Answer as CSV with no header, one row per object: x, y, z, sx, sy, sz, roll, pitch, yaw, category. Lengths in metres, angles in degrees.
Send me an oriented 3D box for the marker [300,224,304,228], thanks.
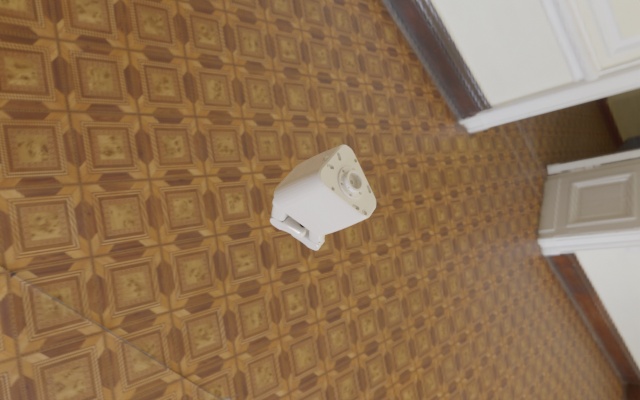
0.000,0.003,0.787,0.020,0.020,0.121,0,37,37,marker
